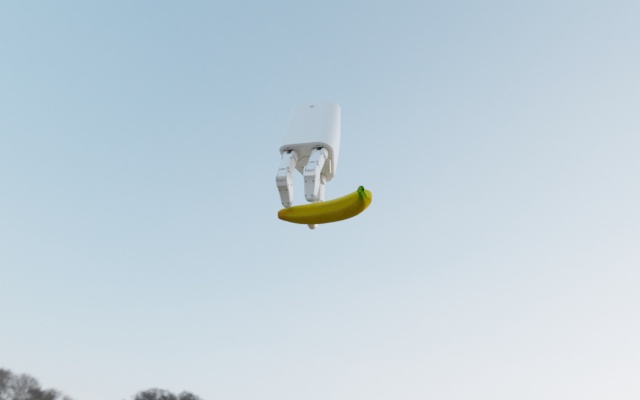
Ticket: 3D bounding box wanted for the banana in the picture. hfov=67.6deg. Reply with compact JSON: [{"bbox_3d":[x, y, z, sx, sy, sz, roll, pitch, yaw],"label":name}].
[{"bbox_3d":[0.015,0.010,0.780,0.198,0.037,0.070,-19,-41,42],"label":"banana"}]
